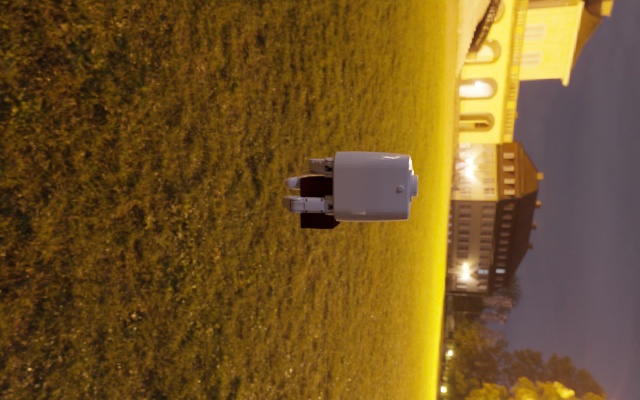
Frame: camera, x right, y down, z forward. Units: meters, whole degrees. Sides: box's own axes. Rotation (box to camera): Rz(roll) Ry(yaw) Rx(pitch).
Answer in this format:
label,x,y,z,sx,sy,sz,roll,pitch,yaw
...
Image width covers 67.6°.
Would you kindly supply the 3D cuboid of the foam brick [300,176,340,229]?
label,x,y,z,sx,sy,sz,roll,pitch,yaw
foam brick,0.000,0.003,0.726,0.051,0.078,0.053,2,7,13
